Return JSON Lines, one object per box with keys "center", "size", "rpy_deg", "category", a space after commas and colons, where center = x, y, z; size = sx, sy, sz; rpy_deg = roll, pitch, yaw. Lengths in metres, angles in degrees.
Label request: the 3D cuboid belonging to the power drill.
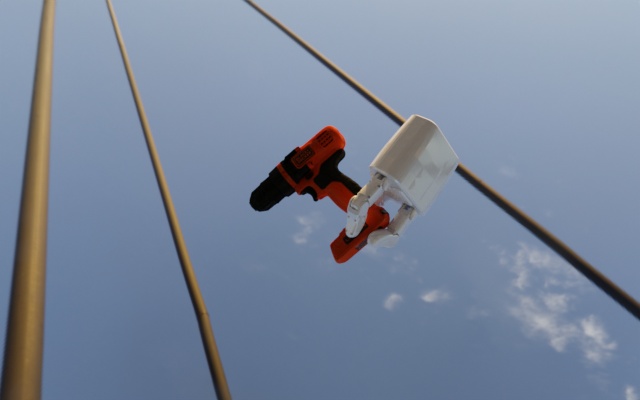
{"center": [0.001, 0.003, 0.735], "size": [0.184, 0.187, 0.057], "rpy_deg": [-41, -17, 8], "category": "power drill"}
